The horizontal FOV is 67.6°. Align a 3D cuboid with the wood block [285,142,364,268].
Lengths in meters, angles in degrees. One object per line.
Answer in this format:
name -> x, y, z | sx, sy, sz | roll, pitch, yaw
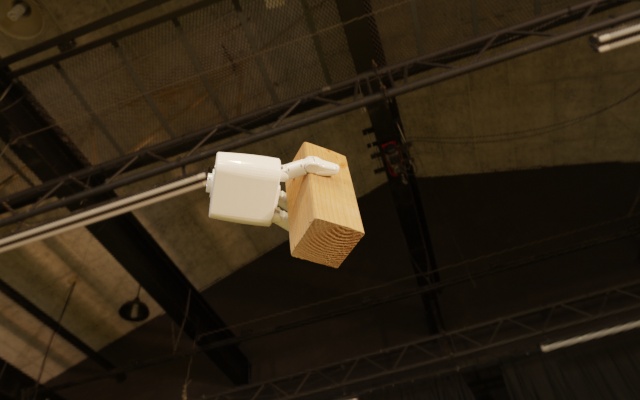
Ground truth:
wood block -> 0.000, 0.002, 0.825 | 0.090, 0.091, 0.206 | 18, 36, -22
